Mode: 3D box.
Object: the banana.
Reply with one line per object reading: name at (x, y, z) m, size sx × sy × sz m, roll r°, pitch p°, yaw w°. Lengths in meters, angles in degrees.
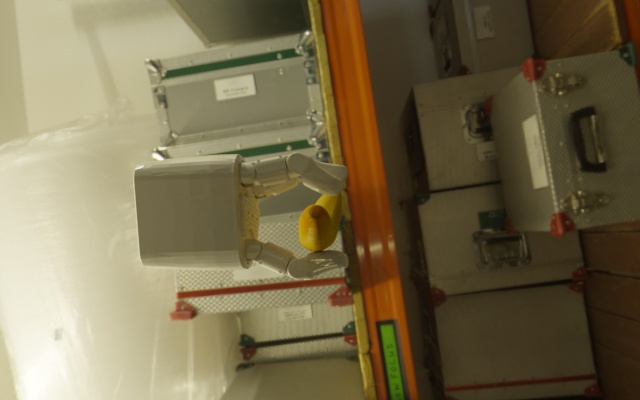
banana at (0.000, 0.019, 0.505) m, size 0.037 × 0.070 × 0.197 m, roll 4°, pitch 12°, yaw 6°
